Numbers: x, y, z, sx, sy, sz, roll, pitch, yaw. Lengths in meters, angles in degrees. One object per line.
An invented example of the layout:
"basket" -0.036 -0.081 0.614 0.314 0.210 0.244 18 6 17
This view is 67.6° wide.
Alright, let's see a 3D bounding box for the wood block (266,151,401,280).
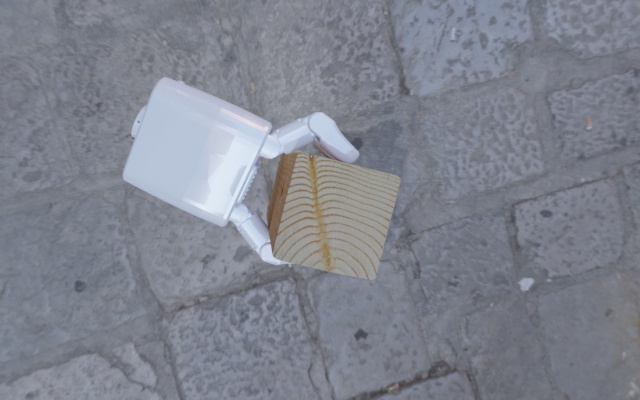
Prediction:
"wood block" 0.000 0.002 0.483 0.090 0.091 0.206 13 5 -9
